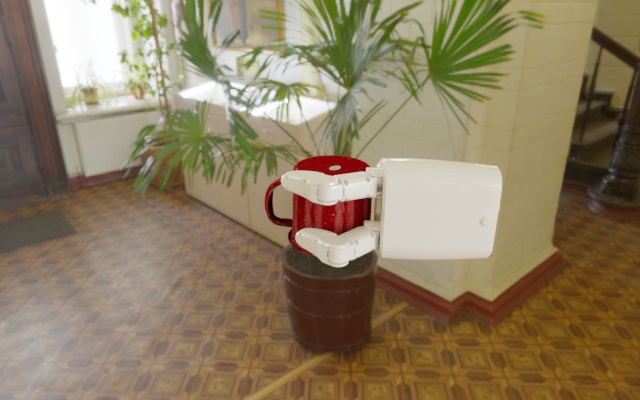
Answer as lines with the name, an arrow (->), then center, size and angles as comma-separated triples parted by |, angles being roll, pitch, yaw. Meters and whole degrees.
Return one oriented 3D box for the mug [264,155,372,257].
mug -> -0.001, 0.001, 0.497 | 0.117, 0.081, 0.093 | 3, 22, 4
